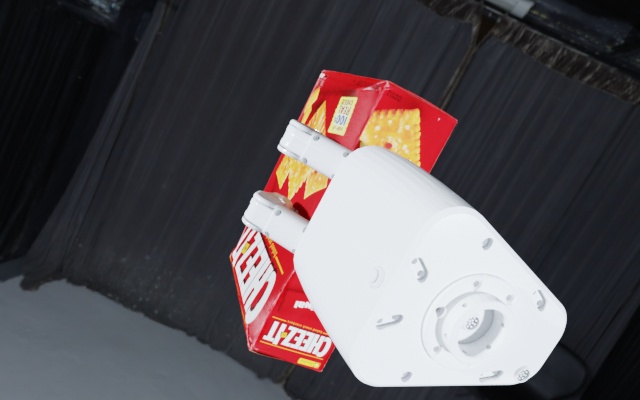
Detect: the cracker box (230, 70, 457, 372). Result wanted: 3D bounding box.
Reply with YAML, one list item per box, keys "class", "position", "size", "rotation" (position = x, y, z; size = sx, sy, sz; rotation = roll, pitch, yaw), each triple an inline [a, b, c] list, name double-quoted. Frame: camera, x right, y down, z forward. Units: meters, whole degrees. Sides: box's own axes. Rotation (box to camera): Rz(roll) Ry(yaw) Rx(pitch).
- class: "cracker box"
  position: [0.000, 0.001, 0.405]
  size: [0.072, 0.214, 0.164]
  rotation: [24, 11, -21]
